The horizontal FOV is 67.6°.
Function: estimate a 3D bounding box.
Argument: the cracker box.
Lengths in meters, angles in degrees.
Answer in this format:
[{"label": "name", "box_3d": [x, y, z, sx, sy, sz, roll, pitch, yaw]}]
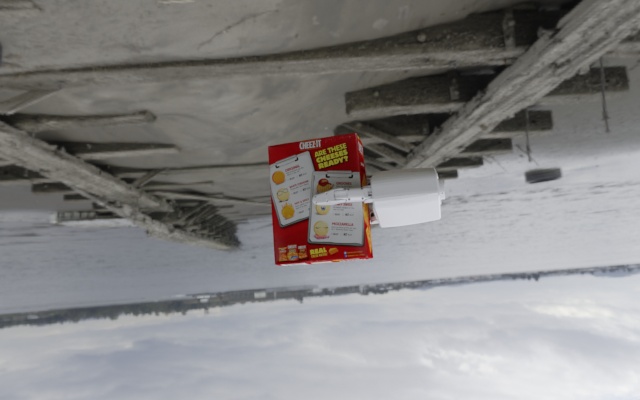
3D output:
[{"label": "cracker box", "box_3d": [0.000, 0.003, 0.841, 0.164, 0.213, 0.072, -7, -10, 13]}]
